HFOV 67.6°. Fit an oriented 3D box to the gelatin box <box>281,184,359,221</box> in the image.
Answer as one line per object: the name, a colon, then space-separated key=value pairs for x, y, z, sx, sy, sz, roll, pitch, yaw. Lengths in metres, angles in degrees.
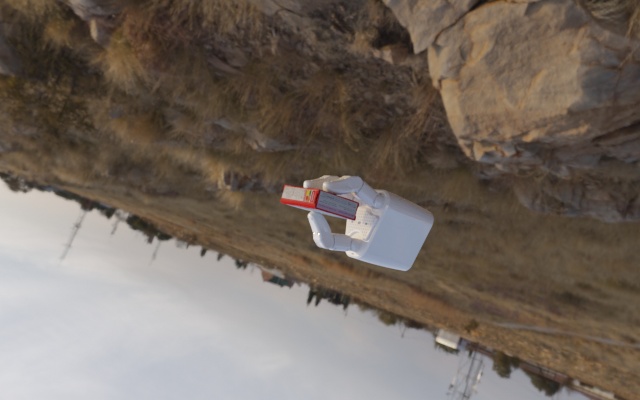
gelatin box: x=0.000 y=0.003 z=0.684 sx=0.073 sy=0.030 sz=0.089 roll=10 pitch=-5 yaw=45
